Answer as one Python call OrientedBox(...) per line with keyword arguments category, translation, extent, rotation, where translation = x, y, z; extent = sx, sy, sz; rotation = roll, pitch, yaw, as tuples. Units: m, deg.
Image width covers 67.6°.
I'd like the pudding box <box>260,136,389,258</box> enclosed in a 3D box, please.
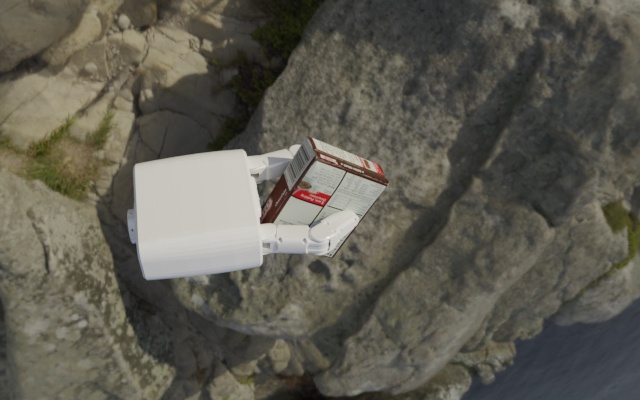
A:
OrientedBox(category="pudding box", translation=(0.000, 0.002, 0.481), extent=(0.090, 0.113, 0.039), rotation=(18, 34, -30))
